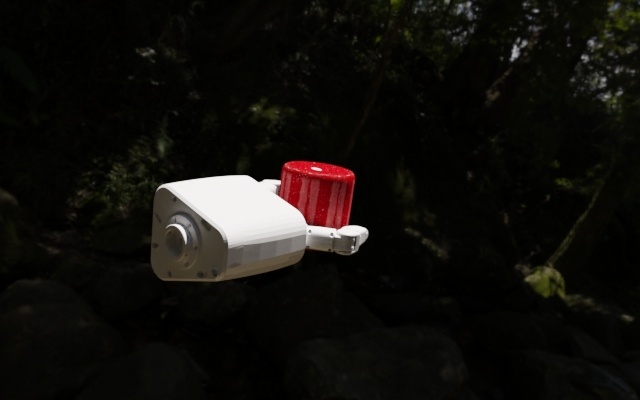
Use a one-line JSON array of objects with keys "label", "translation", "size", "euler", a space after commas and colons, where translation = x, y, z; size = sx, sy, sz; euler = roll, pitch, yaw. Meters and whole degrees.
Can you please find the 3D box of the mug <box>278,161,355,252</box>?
[{"label": "mug", "translation": [0.001, 0.001, 0.545], "size": [0.093, 0.081, 0.117], "euler": [16, 15, 32]}]
